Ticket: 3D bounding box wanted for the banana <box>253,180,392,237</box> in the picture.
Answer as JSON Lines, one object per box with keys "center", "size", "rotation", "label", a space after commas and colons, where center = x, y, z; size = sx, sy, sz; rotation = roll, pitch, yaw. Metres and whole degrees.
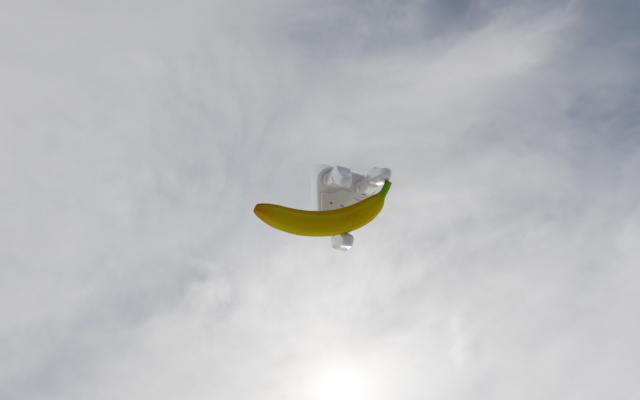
{"center": [0.006, 0.019, 0.683], "size": [0.198, 0.070, 0.037], "rotation": [-11, 14, -6], "label": "banana"}
